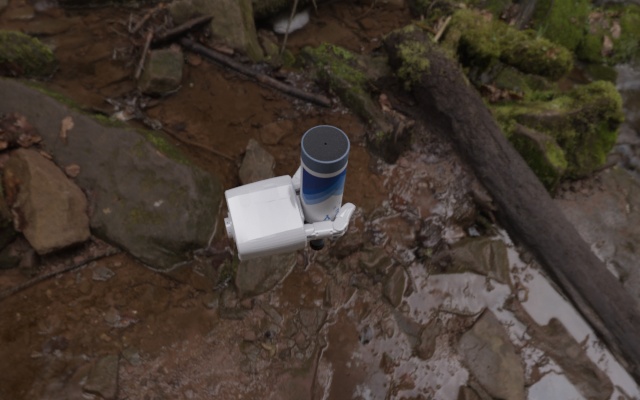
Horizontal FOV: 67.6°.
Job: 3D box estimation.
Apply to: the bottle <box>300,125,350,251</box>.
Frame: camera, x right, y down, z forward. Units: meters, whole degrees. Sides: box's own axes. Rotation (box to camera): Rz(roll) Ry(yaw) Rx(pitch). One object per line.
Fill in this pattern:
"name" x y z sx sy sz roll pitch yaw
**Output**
"bottle" 0.000 0.002 0.769 0.069 0.069 0.296 0 -33 -3
